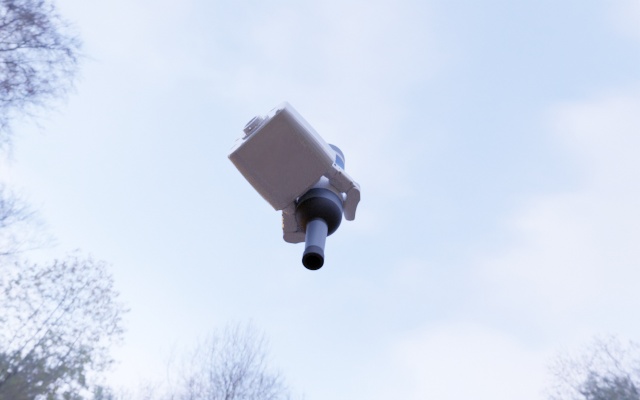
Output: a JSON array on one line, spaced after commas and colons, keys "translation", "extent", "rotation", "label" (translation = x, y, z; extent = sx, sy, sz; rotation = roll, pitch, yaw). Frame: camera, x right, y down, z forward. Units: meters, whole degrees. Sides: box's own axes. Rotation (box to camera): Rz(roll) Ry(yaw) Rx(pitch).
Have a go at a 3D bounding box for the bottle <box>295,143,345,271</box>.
[{"translation": [0.000, 0.002, 0.696], "extent": [0.069, 0.069, 0.295], "rotation": [0, 29, 4], "label": "bottle"}]
